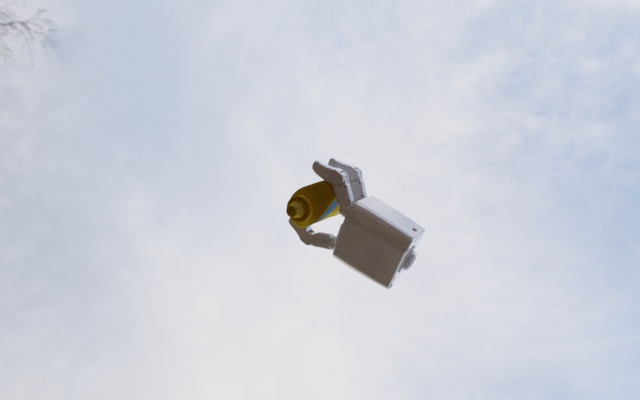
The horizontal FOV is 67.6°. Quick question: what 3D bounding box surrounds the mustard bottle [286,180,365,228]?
[{"bbox_3d":[0.000,0.002,0.780,0.096,0.058,0.191,-41,-10,26],"label":"mustard bottle"}]
